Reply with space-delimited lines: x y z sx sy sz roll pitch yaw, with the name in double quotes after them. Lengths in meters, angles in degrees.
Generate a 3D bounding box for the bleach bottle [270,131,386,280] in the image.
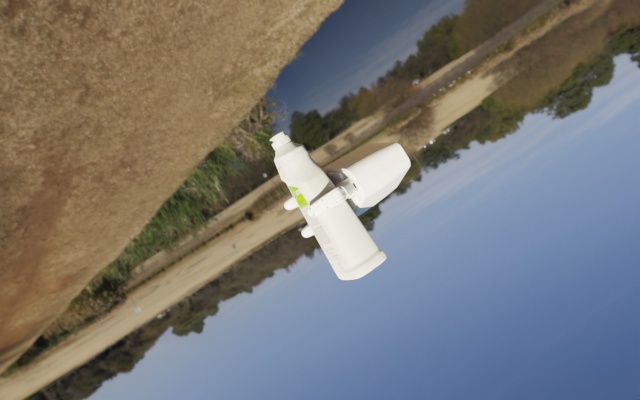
0.000 0.003 0.750 0.068 0.251 0.102 -32 1 -21 "bleach bottle"
